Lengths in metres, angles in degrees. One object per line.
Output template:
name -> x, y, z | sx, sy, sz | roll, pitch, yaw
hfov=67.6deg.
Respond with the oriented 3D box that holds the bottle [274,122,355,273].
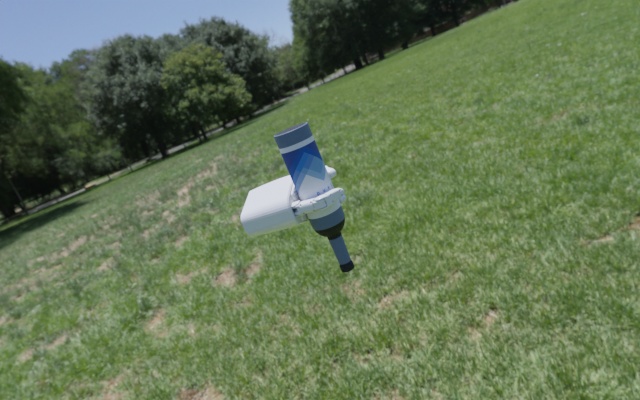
bottle -> 0.000, 0.003, 0.898 | 0.069, 0.296, 0.069 | -21, 15, 6
